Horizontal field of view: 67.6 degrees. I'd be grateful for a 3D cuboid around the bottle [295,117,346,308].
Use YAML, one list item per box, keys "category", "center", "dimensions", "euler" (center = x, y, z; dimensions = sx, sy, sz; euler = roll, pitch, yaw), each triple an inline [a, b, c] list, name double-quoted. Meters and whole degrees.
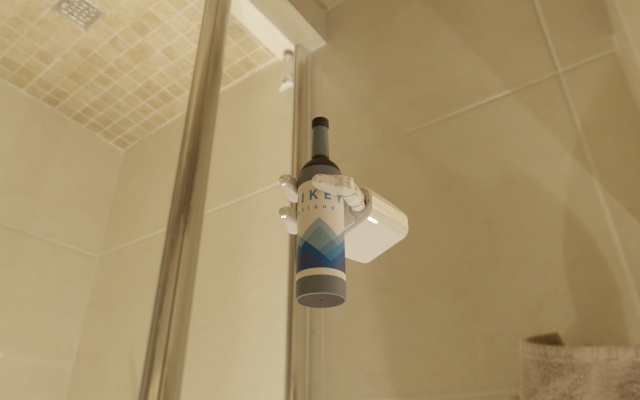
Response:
- category: "bottle"
  center: [0.000, 0.002, 0.692]
  dimensions: [0.069, 0.295, 0.069]
  euler: [0, -29, 0]
